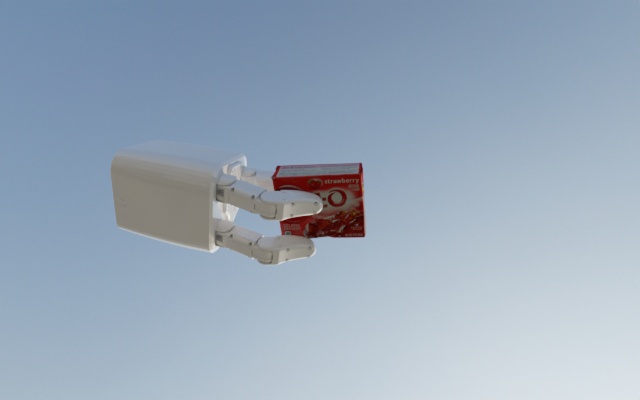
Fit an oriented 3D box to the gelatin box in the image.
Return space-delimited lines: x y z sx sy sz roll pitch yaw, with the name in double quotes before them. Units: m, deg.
"gelatin box" 0.000 0.001 0.481 0.089 0.073 0.030 -2 30 8
